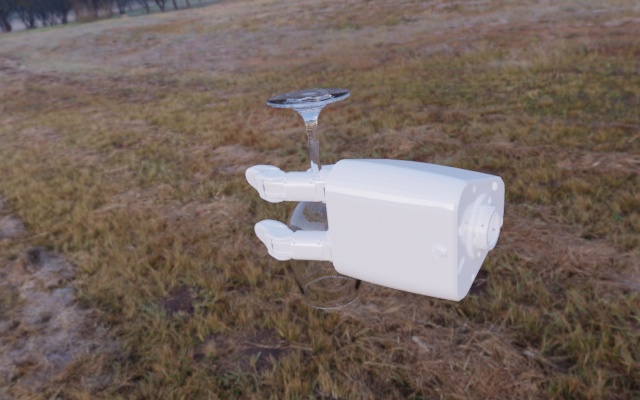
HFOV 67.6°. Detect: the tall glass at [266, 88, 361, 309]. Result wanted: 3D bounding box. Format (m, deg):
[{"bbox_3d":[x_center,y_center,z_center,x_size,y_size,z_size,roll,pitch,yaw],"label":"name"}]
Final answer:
[{"bbox_3d":[0.000,0.001,0.451,0.079,0.201,0.079,-5,22,2],"label":"tall glass"}]
